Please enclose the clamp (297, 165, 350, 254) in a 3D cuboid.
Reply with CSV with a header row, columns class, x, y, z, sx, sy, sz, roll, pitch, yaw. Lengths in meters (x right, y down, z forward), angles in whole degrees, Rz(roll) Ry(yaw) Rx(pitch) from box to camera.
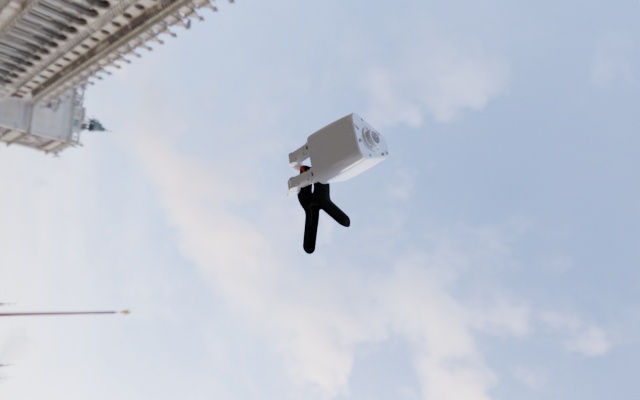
class,x,y,z,sx,sy,sz,roll,pitch,yaw
clamp,0.000,0.003,0.892,0.120,0.171,0.039,-26,-25,36
